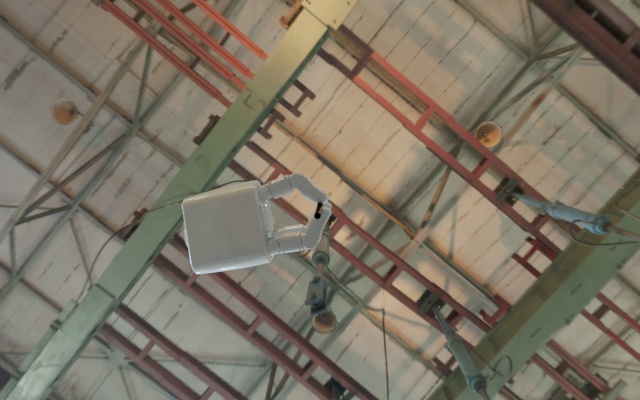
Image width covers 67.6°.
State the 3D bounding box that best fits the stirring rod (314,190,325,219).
[{"bbox_3d":[0.000,0.002,0.683,0.011,0.011,0.239,0,8,2],"label":"stirring rod"}]
